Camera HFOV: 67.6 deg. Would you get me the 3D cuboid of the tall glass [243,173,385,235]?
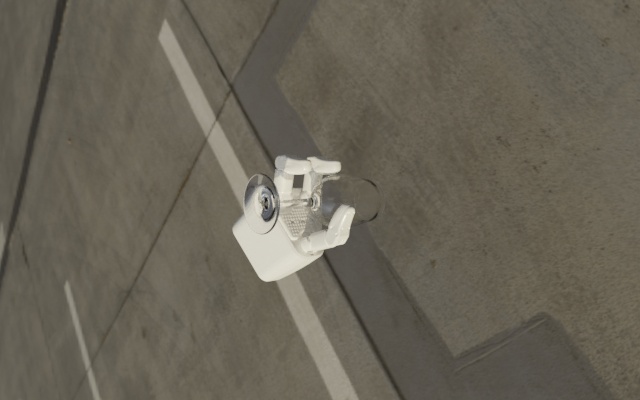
[{"bbox_3d":[0.000,0.002,0.645,0.201,0.079,0.079,-2,1,-42],"label":"tall glass"}]
